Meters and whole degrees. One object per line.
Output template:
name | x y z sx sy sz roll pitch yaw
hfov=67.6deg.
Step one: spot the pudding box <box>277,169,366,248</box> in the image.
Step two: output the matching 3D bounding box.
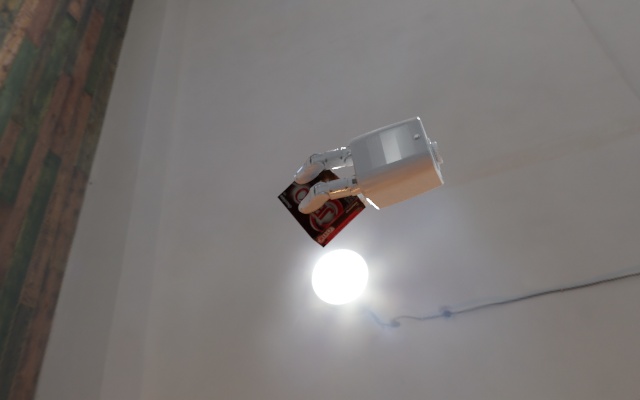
pudding box | 0.000 0.002 0.721 0.113 0.090 0.039 47 0 41
